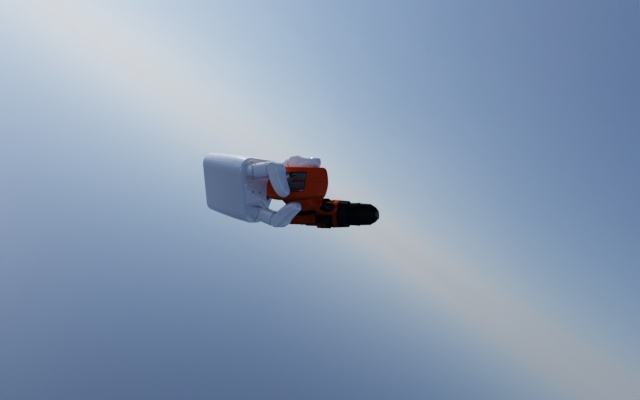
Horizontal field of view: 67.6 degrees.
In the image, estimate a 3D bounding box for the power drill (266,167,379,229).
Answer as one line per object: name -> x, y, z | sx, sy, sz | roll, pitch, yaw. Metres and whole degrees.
power drill -> 0.000, 0.003, 0.838 | 0.184, 0.057, 0.188 | -1, -22, 17
